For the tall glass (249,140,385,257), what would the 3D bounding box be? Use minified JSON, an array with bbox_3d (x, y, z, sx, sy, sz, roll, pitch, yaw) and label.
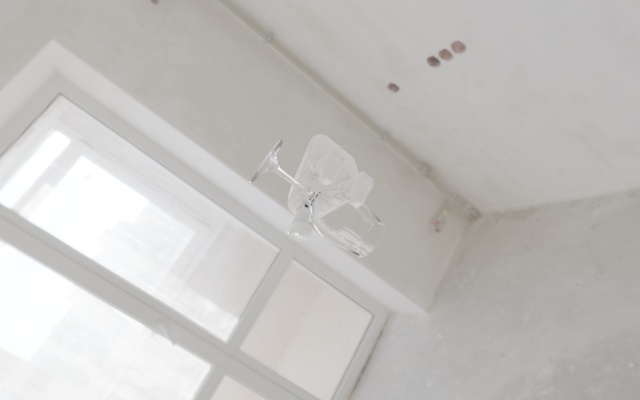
[{"bbox_3d":[0.000,0.002,0.690,0.201,0.079,0.079,37,-12,-15],"label":"tall glass"}]
